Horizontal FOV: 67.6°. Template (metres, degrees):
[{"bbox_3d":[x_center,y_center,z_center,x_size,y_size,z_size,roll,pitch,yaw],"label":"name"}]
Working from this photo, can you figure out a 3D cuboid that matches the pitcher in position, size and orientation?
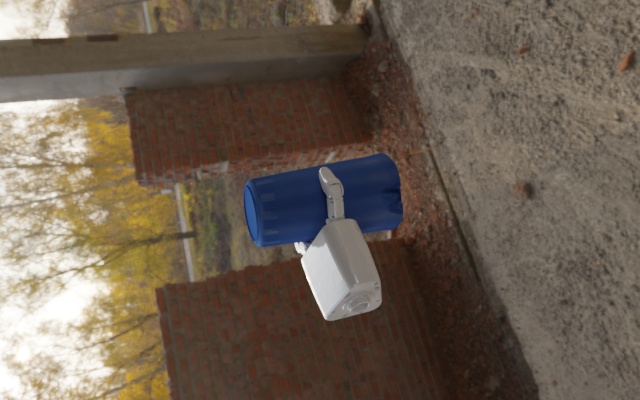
[{"bbox_3d":[0.000,0.003,0.787,0.243,0.145,0.149,-9,-37,-19],"label":"pitcher"}]
